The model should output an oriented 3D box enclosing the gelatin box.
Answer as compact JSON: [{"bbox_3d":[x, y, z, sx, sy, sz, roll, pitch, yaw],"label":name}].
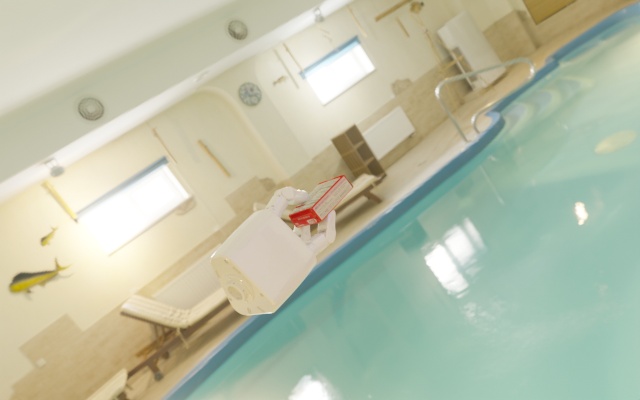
[{"bbox_3d":[0.000,0.002,0.755,0.089,0.030,0.073,-47,16,-30],"label":"gelatin box"}]
